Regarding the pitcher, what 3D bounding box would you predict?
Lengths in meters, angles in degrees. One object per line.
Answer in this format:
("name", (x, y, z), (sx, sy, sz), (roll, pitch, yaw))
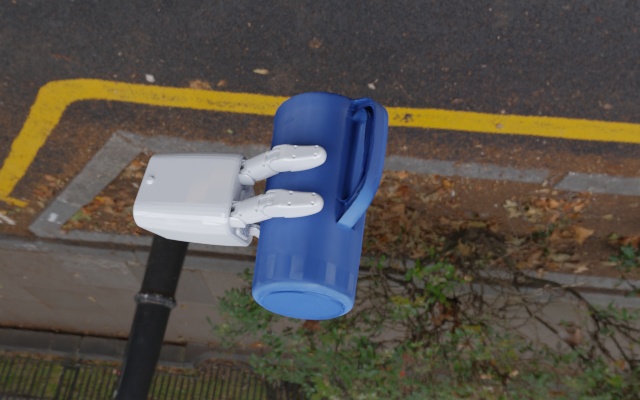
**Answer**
("pitcher", (0.000, 0.002, 0.545), (0.145, 0.242, 0.149), (3, -30, 8))
